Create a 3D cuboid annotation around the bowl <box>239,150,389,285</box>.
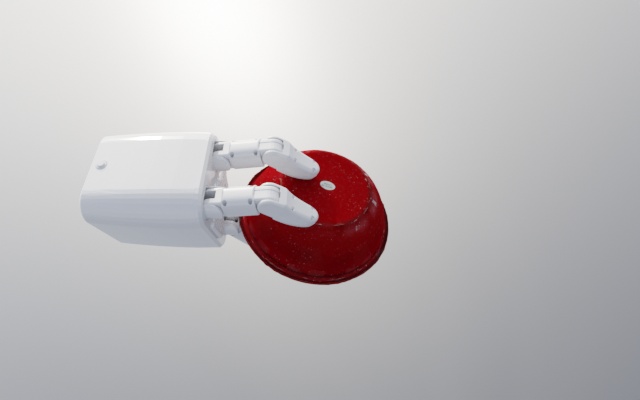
[{"bbox_3d":[0.001,0.001,0.487,0.162,0.162,0.055,0,-35,-15],"label":"bowl"}]
